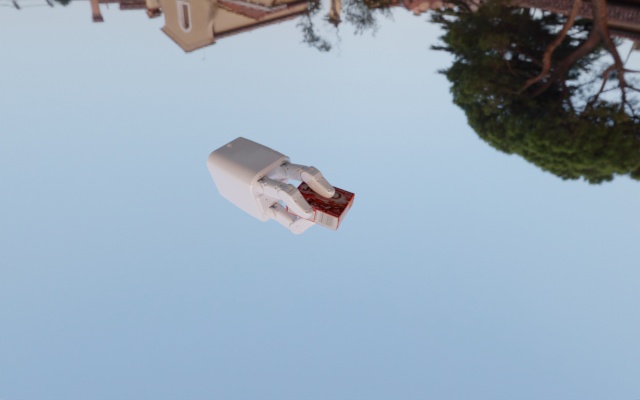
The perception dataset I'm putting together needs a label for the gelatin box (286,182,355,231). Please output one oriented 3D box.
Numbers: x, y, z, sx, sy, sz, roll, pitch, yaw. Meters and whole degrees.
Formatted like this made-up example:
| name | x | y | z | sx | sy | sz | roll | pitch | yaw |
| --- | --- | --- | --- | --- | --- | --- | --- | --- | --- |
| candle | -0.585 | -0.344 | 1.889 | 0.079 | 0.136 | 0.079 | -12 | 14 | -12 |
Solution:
| name | x | y | z | sx | sy | sz | roll | pitch | yaw |
| --- | --- | --- | --- | --- | --- | --- | --- | --- | --- |
| gelatin box | 0.000 | 0.003 | 0.755 | 0.089 | 0.030 | 0.073 | 21 | 39 | 14 |
